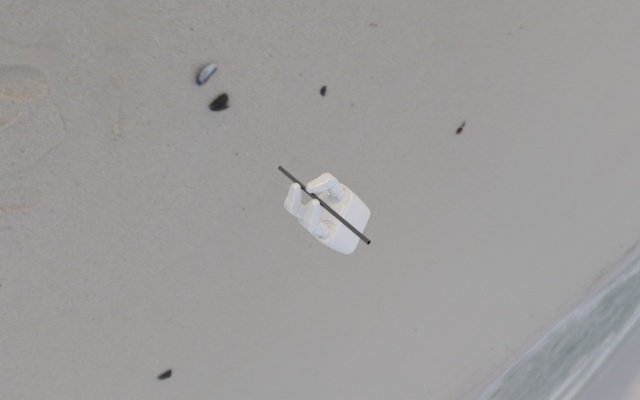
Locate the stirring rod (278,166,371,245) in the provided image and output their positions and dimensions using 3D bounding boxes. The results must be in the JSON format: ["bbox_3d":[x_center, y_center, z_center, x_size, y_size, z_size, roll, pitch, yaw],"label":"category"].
[{"bbox_3d":[0.000,0.003,0.816,0.011,0.011,0.239,0,32,-48],"label":"stirring rod"}]
